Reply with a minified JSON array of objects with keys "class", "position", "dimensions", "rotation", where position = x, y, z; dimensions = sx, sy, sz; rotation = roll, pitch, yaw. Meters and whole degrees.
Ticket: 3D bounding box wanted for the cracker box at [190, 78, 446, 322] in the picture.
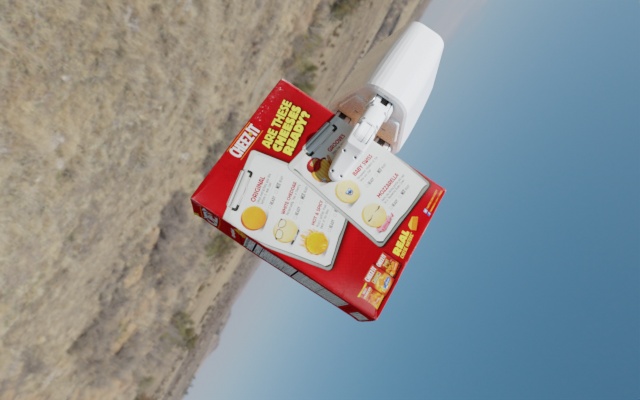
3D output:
[{"class":"cracker box","position":[0.000,0.002,0.506],"dimensions":[0.214,0.164,0.072],"rotation":[33,-21,-2]}]
